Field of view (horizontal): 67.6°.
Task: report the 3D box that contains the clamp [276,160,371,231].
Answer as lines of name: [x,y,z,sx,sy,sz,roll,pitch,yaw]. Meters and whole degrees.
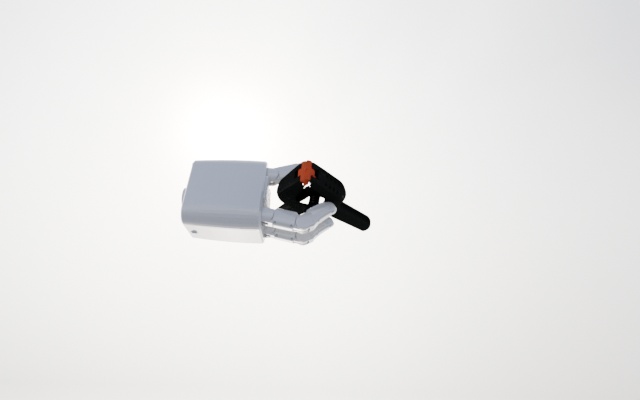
clamp: [0.000,0.001,0.683,0.164,0.036,0.210,3,-22,-1]
